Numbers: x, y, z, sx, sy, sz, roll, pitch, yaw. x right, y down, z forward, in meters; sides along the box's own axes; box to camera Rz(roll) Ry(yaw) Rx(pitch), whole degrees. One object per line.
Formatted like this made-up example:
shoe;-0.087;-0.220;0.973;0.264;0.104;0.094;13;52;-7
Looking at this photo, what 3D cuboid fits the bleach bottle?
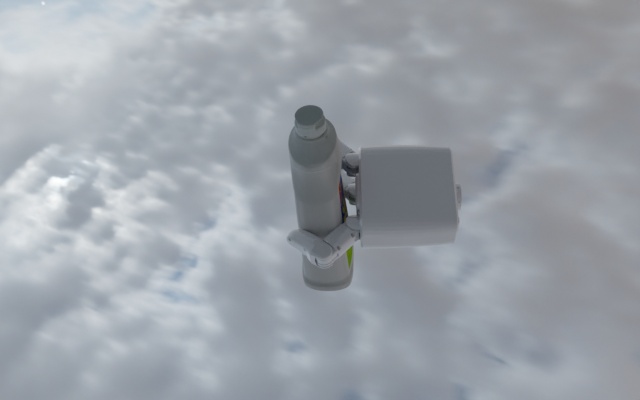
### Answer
bleach bottle;0.000;0.002;0.550;0.068;0.102;0.251;-1;-38;6
